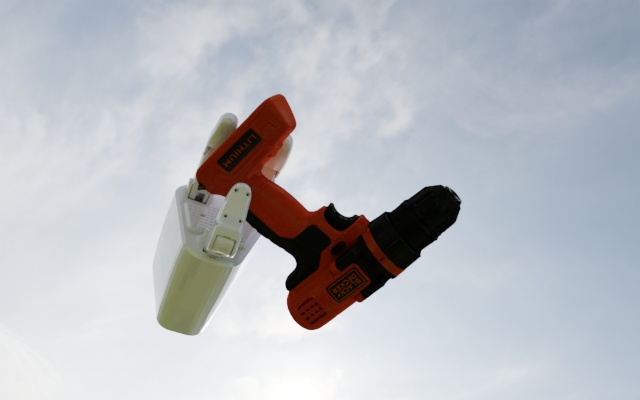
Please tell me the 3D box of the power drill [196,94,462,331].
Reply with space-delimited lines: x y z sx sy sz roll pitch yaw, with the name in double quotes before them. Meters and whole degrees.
"power drill" 0.000 0.001 0.417 0.184 0.187 0.057 -41 3 15
